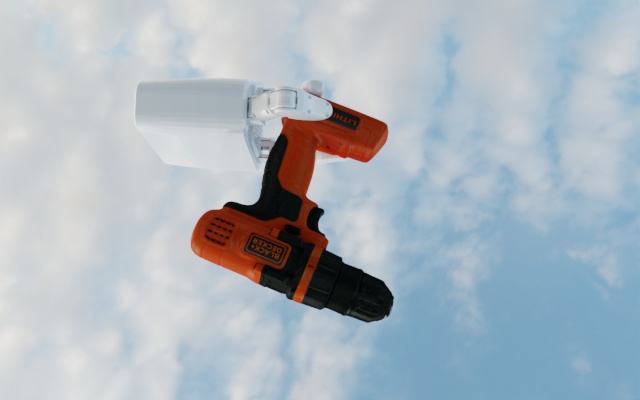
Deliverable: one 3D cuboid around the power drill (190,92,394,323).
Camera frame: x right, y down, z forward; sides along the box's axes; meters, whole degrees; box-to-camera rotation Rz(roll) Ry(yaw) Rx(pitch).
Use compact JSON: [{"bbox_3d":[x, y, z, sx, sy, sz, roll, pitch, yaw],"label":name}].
[{"bbox_3d":[0.000,0.001,0.441,0.184,0.187,0.057,22,-25,0],"label":"power drill"}]
